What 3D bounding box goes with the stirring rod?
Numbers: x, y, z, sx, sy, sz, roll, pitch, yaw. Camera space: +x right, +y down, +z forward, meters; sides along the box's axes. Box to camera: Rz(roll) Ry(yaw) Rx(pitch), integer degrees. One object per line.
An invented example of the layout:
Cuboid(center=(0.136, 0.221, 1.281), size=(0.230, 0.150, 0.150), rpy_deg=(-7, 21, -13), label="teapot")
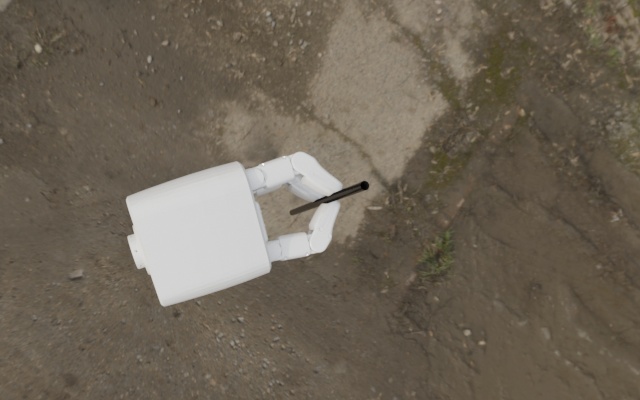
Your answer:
Cuboid(center=(0.000, 0.002, 0.510), size=(0.011, 0.011, 0.239), rpy_deg=(0, -7, -18), label="stirring rod")
